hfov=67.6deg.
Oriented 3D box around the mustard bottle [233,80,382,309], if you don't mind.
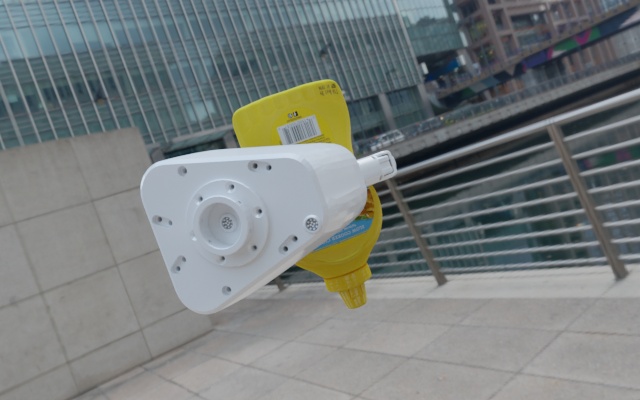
[{"bbox_3d":[0.000,0.001,0.412,0.096,0.191,0.058,-20,2,-9],"label":"mustard bottle"}]
